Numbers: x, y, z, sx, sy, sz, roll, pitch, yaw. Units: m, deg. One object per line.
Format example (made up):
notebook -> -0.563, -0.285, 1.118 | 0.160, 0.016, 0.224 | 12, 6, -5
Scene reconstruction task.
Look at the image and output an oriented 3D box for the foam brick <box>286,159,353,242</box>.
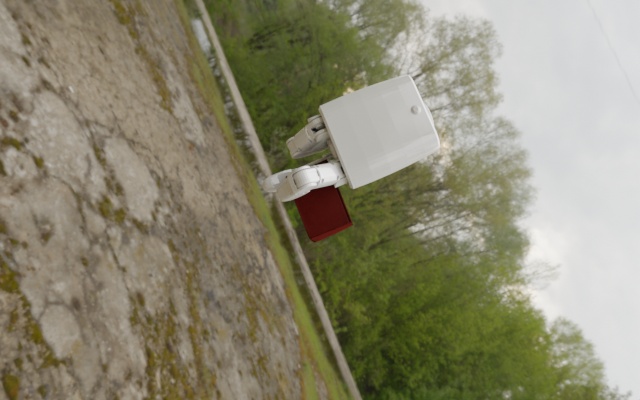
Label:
foam brick -> 0.000, 0.002, 0.546 | 0.051, 0.078, 0.053 | -22, -8, 2
